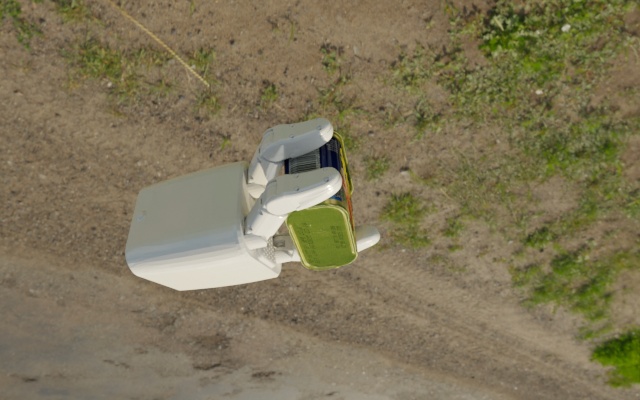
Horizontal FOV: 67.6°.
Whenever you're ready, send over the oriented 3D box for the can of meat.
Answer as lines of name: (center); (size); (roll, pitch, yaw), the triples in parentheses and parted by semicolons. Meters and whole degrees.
can of meat: (0.000, 0.002, 0.424); (0.057, 0.083, 0.102); (-9, -39, 7)
